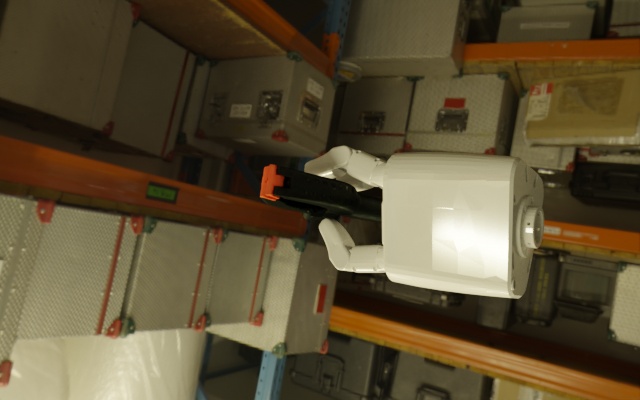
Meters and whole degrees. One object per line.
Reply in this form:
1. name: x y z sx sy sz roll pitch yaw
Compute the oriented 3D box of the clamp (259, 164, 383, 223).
1. clamp: 0.000 0.002 0.494 0.164 0.036 0.210 0 -10 38
